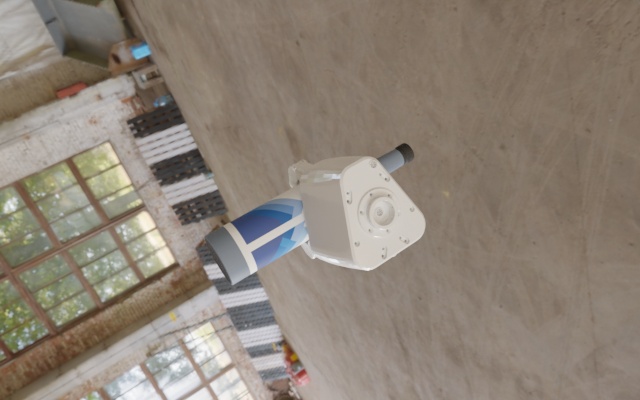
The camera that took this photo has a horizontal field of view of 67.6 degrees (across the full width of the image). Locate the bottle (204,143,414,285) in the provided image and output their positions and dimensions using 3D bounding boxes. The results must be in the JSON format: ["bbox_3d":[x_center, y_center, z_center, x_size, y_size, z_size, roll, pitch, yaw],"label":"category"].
[{"bbox_3d":[0.000,0.002,0.609,0.295,0.069,0.069,-30,11,-19],"label":"bottle"}]
